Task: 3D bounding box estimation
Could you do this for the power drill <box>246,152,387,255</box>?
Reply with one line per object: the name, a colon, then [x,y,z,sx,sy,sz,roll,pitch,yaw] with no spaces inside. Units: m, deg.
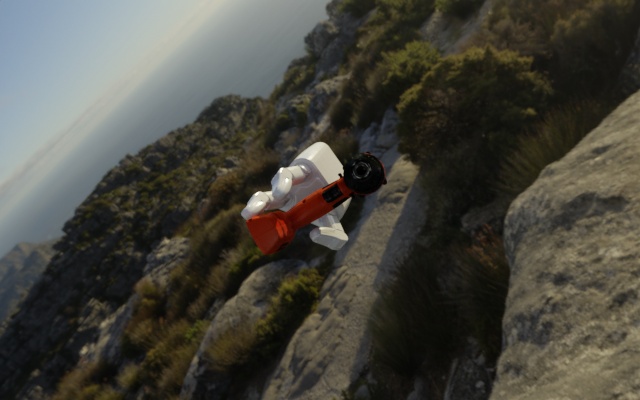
power drill: [0.000,0.002,0.623,0.187,0.057,0.184,-30,-6,7]
